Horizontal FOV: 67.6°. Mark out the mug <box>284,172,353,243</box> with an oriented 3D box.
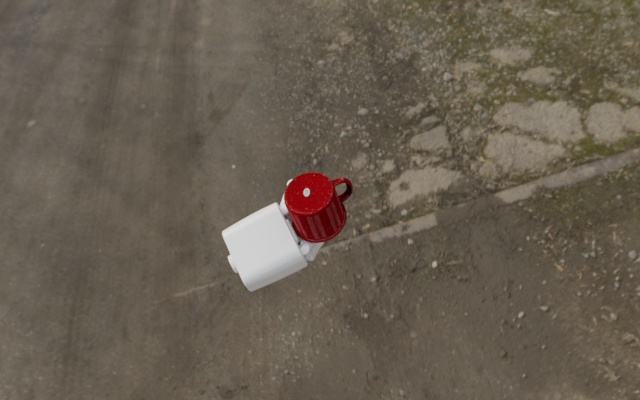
[{"bbox_3d":[0.001,0.002,0.762,0.117,0.093,0.082,-29,-34,-5],"label":"mug"}]
